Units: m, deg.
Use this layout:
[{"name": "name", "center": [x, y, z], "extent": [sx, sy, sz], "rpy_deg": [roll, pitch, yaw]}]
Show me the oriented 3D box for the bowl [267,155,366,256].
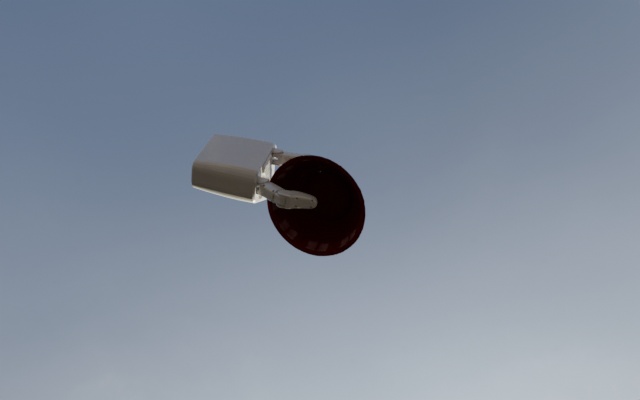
[{"name": "bowl", "center": [0.001, 0.003, 0.740], "extent": [0.162, 0.162, 0.055], "rpy_deg": [0, 19, 24]}]
